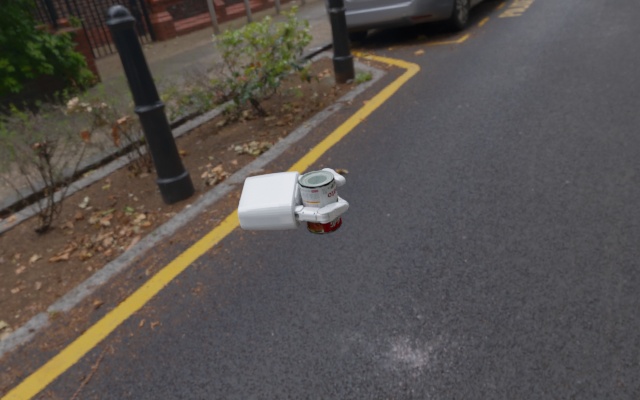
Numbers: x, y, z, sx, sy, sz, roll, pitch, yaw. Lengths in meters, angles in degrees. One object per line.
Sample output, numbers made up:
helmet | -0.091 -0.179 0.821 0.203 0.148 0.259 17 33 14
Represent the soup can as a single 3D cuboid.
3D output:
soup can | 0.001 0.003 0.890 0.068 0.102 0.068 -8 29 4
